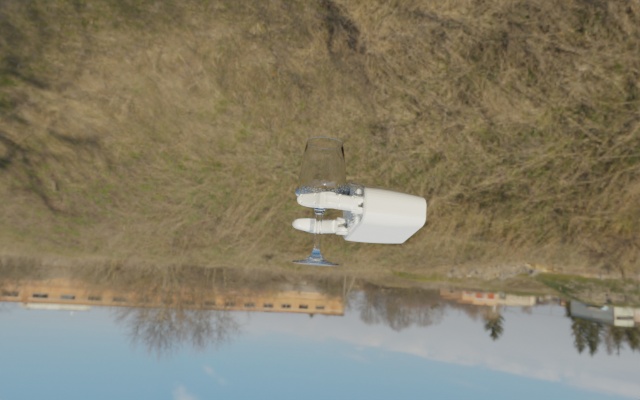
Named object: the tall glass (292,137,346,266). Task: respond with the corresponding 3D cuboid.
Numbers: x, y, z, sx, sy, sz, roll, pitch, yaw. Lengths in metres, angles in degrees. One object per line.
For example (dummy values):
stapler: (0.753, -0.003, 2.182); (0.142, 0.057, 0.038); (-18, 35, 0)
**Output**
tall glass: (0.000, 0.003, 0.770); (0.079, 0.201, 0.079); (4, -10, 1)
